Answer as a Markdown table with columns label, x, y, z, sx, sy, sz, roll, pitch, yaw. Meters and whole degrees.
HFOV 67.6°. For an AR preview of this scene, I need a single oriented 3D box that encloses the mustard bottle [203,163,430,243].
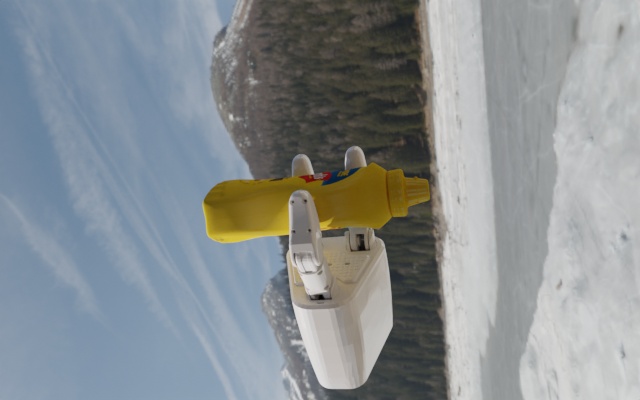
| label | x | y | z | sx | sy | sz | roll | pitch | yaw |
| --- | --- | --- | --- | --- | --- | --- | --- | --- | --- |
| mustard bottle | 0.000 | 0.001 | 0.430 | 0.191 | 0.058 | 0.096 | -6 | 5 | 14 |
